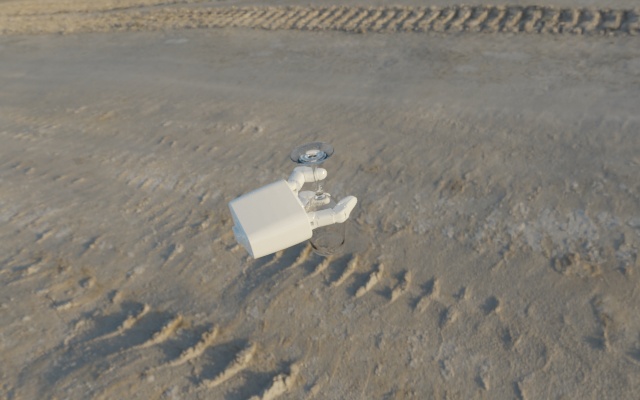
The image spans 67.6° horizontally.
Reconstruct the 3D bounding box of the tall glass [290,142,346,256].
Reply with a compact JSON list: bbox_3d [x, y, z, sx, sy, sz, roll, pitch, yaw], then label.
[{"bbox_3d":[0.000,0.002,0.839,0.079,0.201,0.079,-7,34,5],"label":"tall glass"}]
